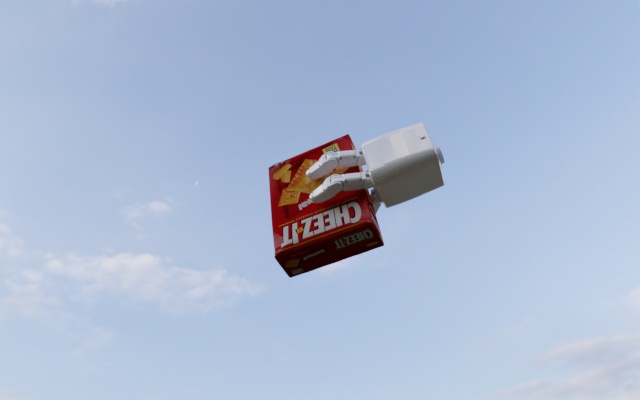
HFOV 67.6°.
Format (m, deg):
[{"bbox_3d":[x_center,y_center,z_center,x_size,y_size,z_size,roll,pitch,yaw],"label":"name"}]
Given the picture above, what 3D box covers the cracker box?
[{"bbox_3d":[0.000,0.003,0.803,0.164,0.213,0.072,-21,-45,11],"label":"cracker box"}]
